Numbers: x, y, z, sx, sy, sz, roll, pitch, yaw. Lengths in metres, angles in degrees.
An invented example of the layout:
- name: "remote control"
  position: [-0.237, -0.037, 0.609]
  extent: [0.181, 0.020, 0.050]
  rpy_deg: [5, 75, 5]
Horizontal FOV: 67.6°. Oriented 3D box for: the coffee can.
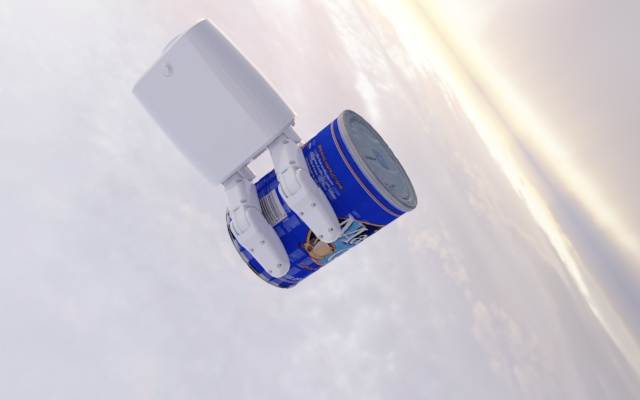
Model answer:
- name: "coffee can"
  position: [0.000, 0.001, 0.431]
  extent: [0.140, 0.102, 0.103]
  rpy_deg: [-36, -15, 22]
